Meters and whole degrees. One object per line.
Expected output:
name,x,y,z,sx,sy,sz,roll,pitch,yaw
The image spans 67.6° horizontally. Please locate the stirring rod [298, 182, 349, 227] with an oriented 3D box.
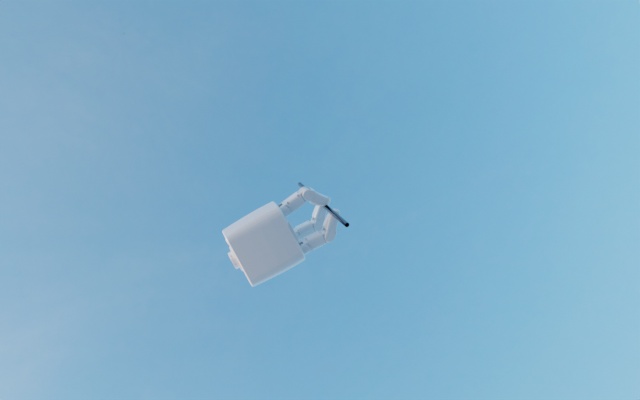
stirring rod,0.000,0.003,0.884,0.011,0.011,0.239,0,18,-22
